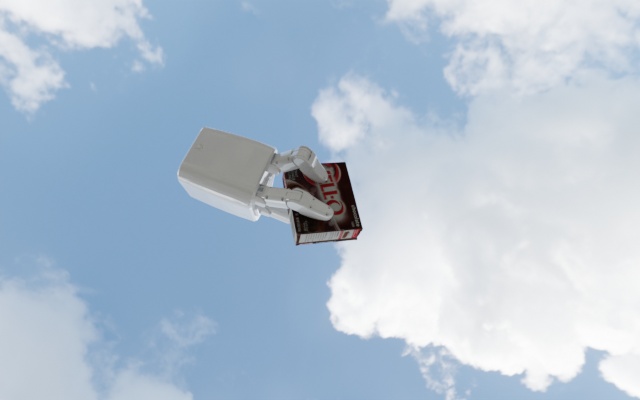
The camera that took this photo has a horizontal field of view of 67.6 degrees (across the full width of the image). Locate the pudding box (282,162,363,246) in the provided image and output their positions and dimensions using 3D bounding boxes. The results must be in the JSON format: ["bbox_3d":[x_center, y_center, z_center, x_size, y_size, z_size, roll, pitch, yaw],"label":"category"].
[{"bbox_3d":[0.000,0.002,0.651,0.090,0.113,0.039,-5,-29,-13],"label":"pudding box"}]
